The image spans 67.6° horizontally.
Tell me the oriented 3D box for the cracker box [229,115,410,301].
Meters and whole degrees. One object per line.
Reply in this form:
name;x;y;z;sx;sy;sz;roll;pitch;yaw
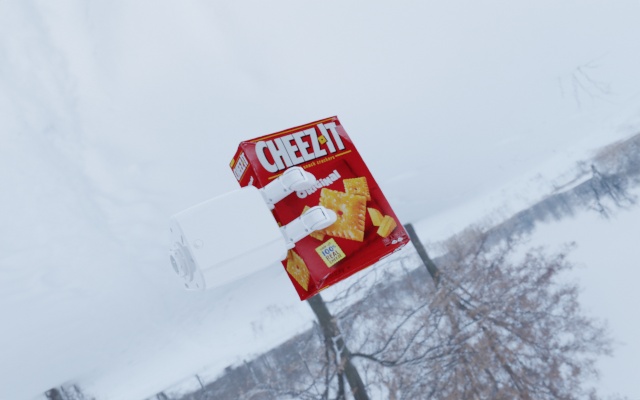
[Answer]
cracker box;0.000;0.002;0.647;0.164;0.213;0.072;-21;-14;-32
